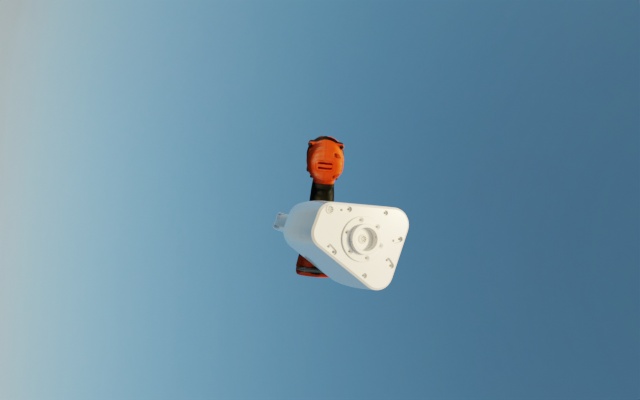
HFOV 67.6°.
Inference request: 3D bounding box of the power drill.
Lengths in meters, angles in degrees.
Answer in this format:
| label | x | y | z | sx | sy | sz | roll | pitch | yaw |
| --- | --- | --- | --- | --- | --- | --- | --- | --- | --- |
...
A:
| label | x | y | z | sx | sy | sz | roll | pitch | yaw |
| --- | --- | --- | --- | --- | --- | --- | --- | --- | --- |
| power drill | 0.000 | 0.003 | 0.684 | 0.057 | 0.188 | 0.184 | 4 | 13 | 2 |
